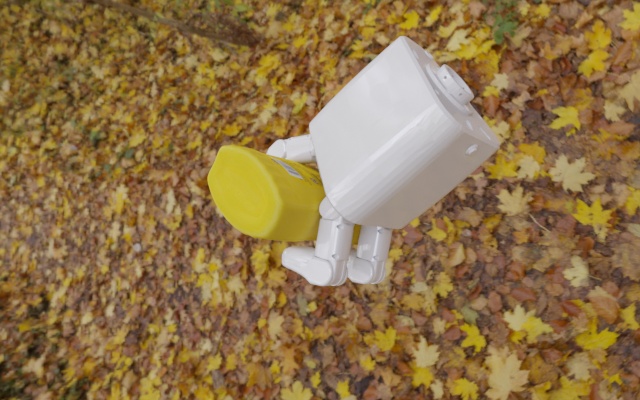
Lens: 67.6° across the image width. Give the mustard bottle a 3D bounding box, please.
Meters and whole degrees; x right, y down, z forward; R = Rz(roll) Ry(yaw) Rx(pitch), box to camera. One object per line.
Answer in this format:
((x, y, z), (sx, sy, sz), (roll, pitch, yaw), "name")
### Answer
((0.000, 0.002, 0.433), (0.191, 0.058, 0.096), (10, 22, -49), "mustard bottle")
